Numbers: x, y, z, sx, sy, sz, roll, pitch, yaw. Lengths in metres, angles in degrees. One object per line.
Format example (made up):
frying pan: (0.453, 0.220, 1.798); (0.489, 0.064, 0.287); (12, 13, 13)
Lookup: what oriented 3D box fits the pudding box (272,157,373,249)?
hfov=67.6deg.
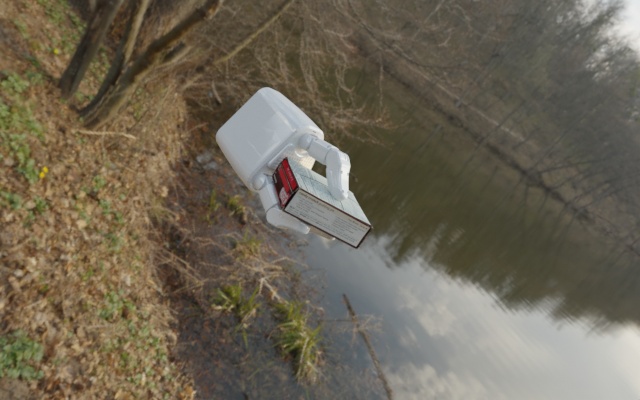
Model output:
pudding box: (0.000, 0.002, 0.577); (0.113, 0.039, 0.090); (27, 19, -25)
